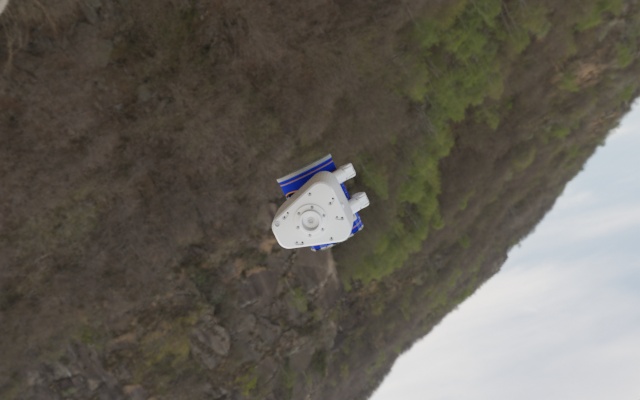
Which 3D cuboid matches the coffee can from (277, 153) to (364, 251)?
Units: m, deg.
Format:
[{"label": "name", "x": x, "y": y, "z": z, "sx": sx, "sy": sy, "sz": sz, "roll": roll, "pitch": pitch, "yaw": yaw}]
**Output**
[{"label": "coffee can", "x": 0.000, "y": 0.003, "z": 0.832, "sx": 0.103, "sy": 0.140, "sz": 0.103, "roll": -25, "pitch": 7, "yaw": 3}]
